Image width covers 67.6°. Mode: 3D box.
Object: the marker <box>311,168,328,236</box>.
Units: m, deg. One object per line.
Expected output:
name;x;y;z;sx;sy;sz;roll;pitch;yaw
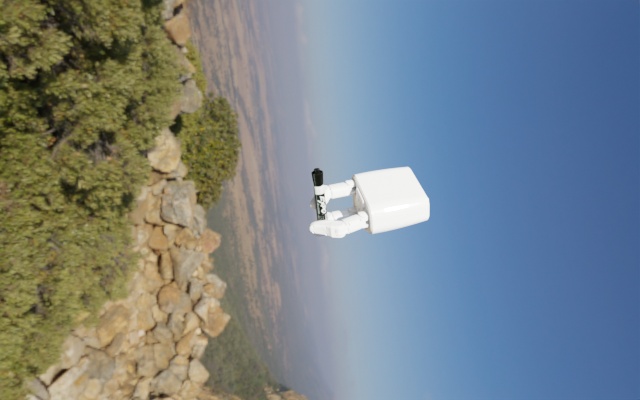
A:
marker;0.000;0.003;0.786;0.020;0.121;0.020;-5;29;3
